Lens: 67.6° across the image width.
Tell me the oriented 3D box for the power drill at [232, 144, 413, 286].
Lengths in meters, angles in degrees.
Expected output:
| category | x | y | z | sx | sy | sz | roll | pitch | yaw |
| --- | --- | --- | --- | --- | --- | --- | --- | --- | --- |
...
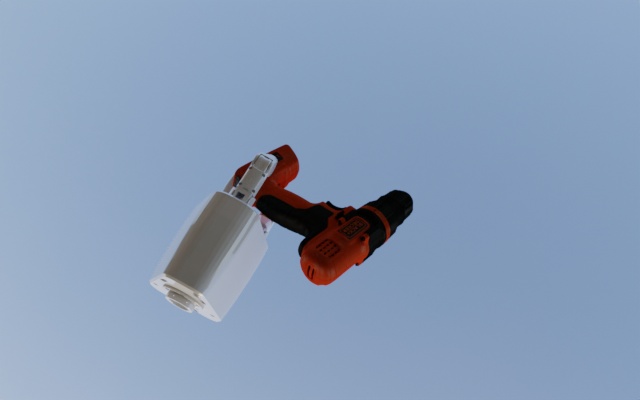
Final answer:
| category | x | y | z | sx | sy | sz | roll | pitch | yaw |
| --- | --- | --- | --- | --- | --- | --- | --- | --- | --- |
| power drill | 0.000 | 0.002 | 0.586 | 0.187 | 0.057 | 0.184 | 33 | 44 | 27 |
